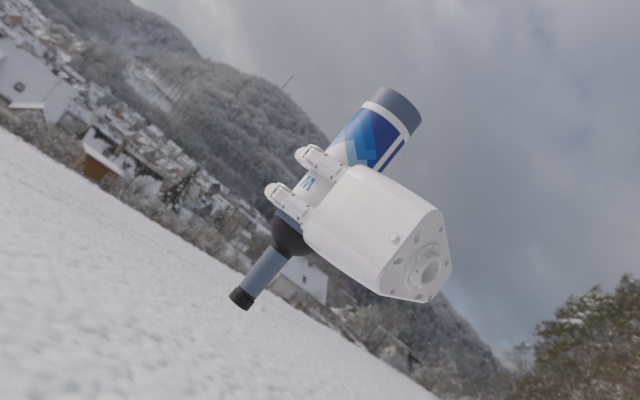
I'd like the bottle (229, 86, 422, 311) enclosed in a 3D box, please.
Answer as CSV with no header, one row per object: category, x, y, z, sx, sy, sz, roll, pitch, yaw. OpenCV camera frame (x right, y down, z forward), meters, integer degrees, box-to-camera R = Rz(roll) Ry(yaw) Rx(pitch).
bottle,0.000,0.002,0.548,0.069,0.295,0.069,39,-6,5
